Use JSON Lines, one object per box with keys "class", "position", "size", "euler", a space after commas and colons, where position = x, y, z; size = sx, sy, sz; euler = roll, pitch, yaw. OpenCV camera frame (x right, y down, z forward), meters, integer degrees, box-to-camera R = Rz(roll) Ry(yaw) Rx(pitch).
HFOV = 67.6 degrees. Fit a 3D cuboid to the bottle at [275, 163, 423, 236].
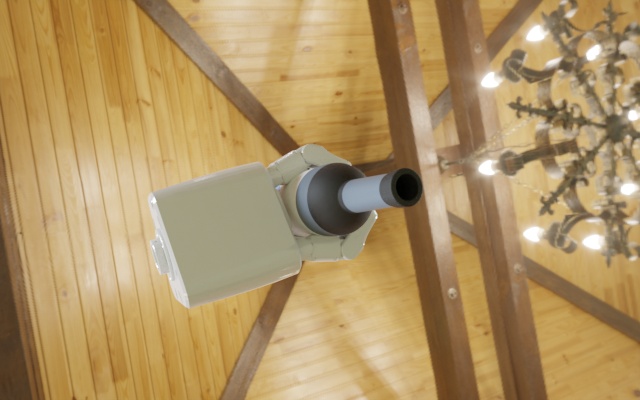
{"class": "bottle", "position": [0.000, 0.002, 0.465], "size": [0.069, 0.069, 0.296], "euler": [0, -4, -24]}
